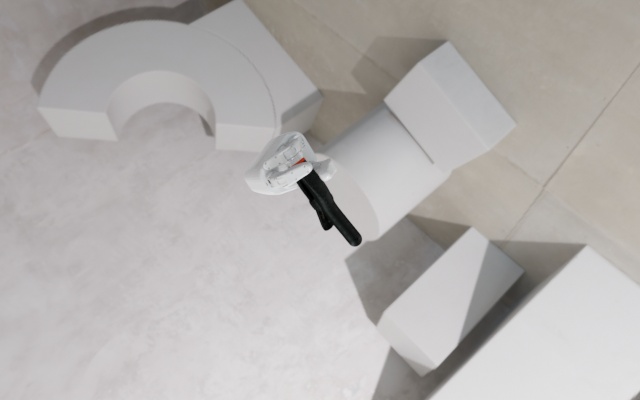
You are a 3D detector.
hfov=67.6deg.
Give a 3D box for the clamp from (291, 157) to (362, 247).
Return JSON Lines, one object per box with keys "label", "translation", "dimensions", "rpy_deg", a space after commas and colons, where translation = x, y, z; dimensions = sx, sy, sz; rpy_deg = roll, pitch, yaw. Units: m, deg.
{"label": "clamp", "translation": [0.000, 0.003, 0.820], "dimensions": [0.039, 0.171, 0.120], "rpy_deg": [-38, 17, -20]}
